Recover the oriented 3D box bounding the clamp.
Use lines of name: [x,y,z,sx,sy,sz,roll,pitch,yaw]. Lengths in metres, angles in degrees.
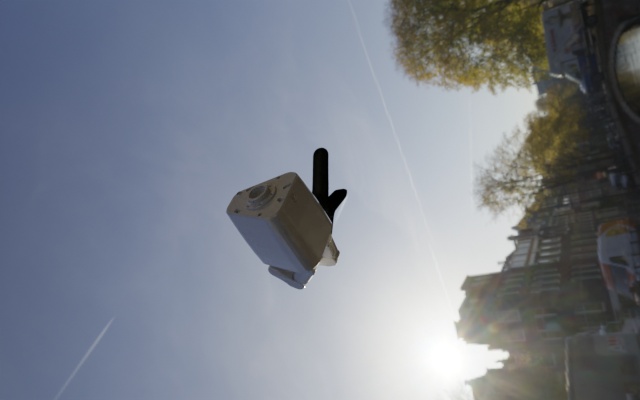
clamp: [0.000,0.003,0.761,0.039,0.120,0.171,-9,40,26]
